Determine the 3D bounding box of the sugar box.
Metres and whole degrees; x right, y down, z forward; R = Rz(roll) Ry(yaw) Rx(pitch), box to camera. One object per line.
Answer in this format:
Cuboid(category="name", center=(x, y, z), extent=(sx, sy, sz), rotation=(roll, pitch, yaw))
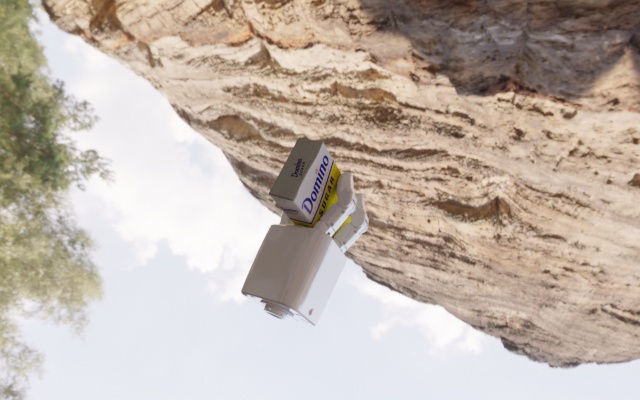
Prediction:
Cuboid(category="sugar box", center=(0.001, 0.002, 0.670), extent=(0.048, 0.093, 0.176), rotation=(14, -23, 28))
